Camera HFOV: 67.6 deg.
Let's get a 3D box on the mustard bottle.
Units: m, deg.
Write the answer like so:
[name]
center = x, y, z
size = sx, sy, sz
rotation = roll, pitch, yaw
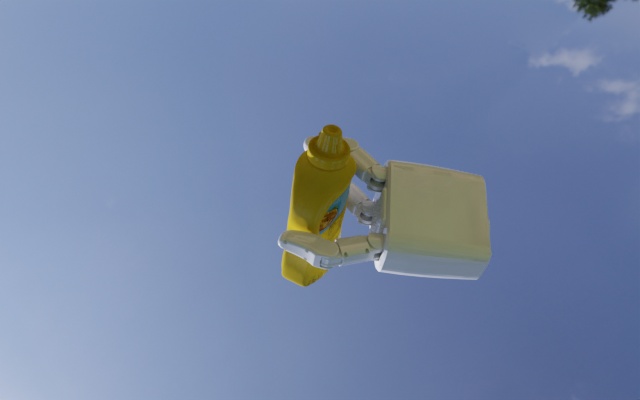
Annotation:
[mustard bottle]
center = 0.000, 0.002, 0.504
size = 0.058, 0.192, 0.096
rotation = 25, 48, 14
